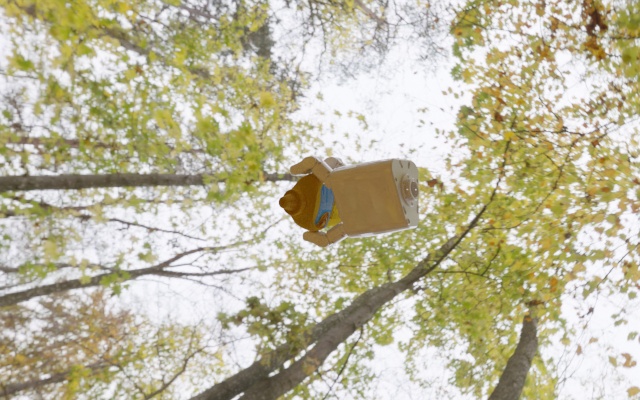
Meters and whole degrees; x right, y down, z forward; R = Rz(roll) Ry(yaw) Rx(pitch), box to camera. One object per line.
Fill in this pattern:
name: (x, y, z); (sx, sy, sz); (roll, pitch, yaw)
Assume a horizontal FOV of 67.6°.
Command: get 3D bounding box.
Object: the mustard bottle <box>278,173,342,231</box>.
mustard bottle: (0.000, 0.003, 0.798); (0.058, 0.096, 0.191); (19, 11, 35)
